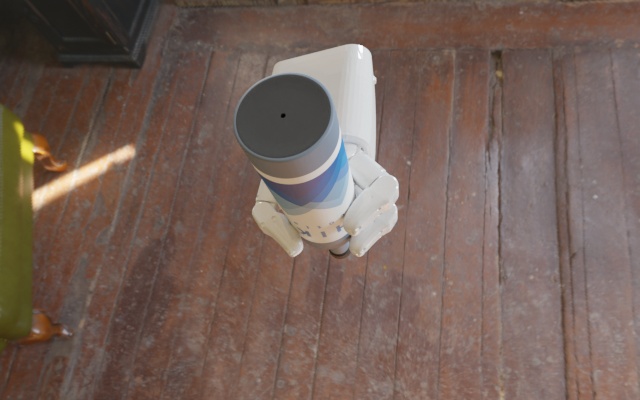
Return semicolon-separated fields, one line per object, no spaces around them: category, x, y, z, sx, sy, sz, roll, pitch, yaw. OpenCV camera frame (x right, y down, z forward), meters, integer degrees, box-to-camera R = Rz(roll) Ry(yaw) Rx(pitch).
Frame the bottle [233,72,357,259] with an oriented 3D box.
bottle;0.000;0.001;0.436;0.069;0.069;0.296;0;-22;10
